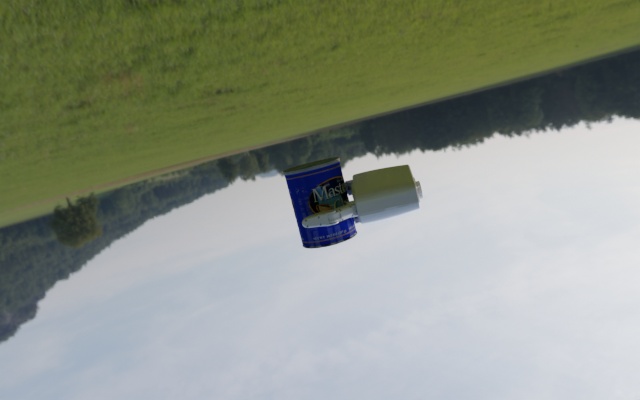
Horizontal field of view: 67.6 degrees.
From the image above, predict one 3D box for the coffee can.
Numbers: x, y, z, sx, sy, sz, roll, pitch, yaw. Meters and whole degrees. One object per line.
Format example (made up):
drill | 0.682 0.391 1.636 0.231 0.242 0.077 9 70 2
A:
coffee can | 0.000 0.003 0.852 0.103 0.140 0.103 -14 8 2
